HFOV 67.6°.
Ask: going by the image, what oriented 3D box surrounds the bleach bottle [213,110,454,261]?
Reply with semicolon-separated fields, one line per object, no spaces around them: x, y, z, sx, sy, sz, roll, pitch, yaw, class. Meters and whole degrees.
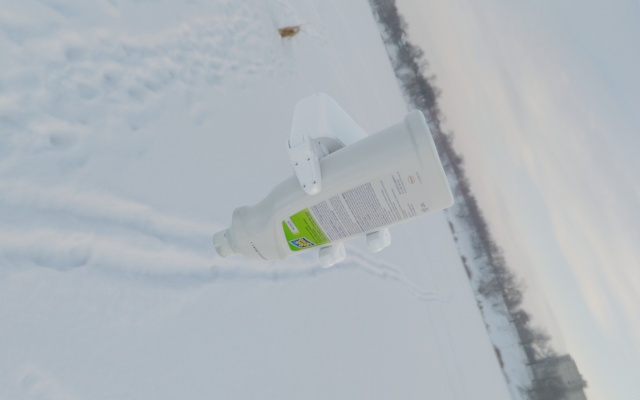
0.000;0.002;0.490;0.251;0.103;0.068;-20;38;14;bleach bottle
